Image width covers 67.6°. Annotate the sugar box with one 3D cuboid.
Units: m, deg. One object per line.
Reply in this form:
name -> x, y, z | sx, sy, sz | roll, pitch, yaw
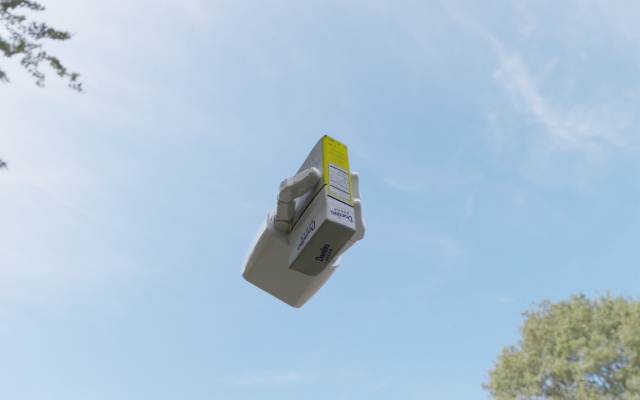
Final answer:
sugar box -> 0.001, 0.002, 0.610 | 0.048, 0.093, 0.176 | 22, 37, -21
